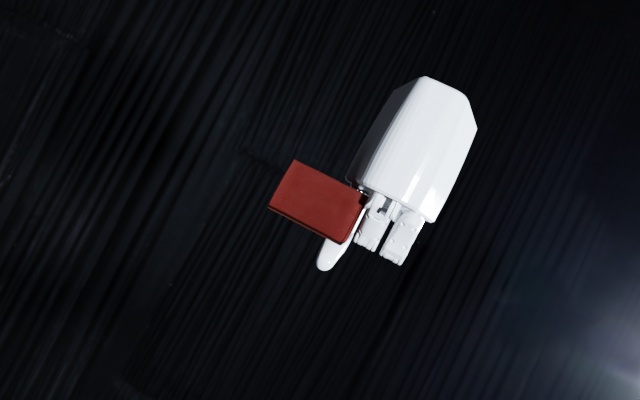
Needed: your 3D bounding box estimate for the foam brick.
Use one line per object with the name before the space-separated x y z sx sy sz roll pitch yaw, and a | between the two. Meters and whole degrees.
foam brick | 0.000 0.001 0.453 0.078 0.051 0.053 27 3 8
